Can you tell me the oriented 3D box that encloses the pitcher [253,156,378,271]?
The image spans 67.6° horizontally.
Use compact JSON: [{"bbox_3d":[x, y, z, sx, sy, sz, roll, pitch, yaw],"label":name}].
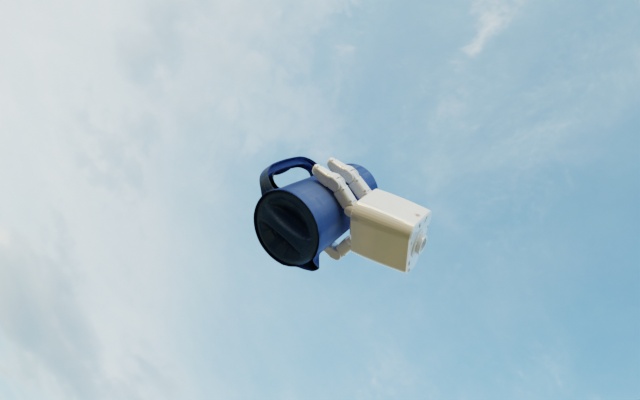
[{"bbox_3d":[0.000,0.003,0.853,0.145,0.149,0.242,22,29,26],"label":"pitcher"}]
